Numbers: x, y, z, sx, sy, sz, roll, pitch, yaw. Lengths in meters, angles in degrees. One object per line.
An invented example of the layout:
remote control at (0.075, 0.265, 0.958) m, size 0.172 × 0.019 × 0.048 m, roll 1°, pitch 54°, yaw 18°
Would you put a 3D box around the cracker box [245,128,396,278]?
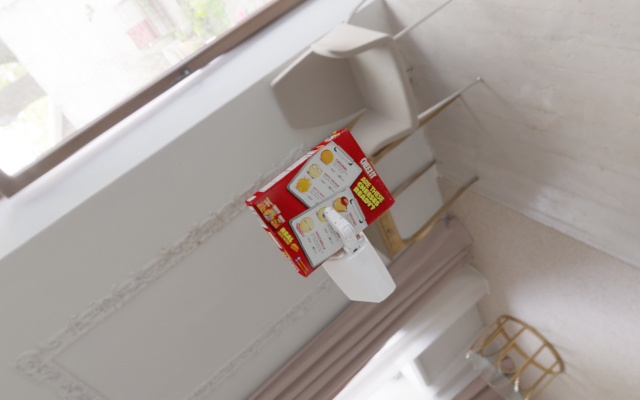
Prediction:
cracker box at (0.000, 0.003, 0.841) m, size 0.213 × 0.164 × 0.072 m, roll -39°, pitch 15°, yaw -14°
